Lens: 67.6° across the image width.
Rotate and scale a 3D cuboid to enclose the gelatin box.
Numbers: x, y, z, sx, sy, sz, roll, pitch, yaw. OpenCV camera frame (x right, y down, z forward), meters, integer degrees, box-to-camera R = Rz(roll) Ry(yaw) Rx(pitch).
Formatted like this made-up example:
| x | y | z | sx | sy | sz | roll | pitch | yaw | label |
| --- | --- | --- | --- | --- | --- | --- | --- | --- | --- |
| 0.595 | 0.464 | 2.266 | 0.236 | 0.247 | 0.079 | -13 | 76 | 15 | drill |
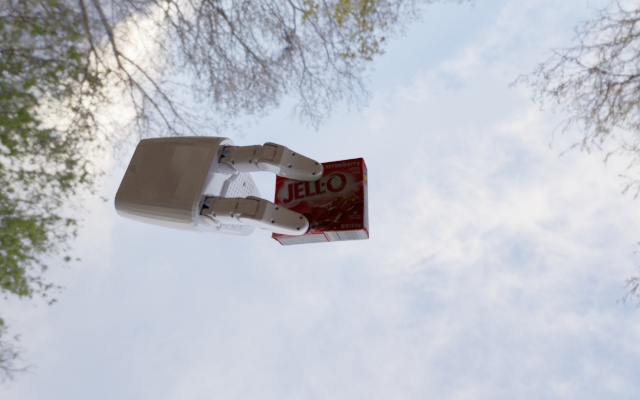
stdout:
| x | y | z | sx | sy | sz | roll | pitch | yaw | label |
| --- | --- | --- | --- | --- | --- | --- | --- | --- | --- |
| 0.001 | 0.002 | 0.450 | 0.089 | 0.073 | 0.030 | -5 | -26 | 15 | gelatin box |
